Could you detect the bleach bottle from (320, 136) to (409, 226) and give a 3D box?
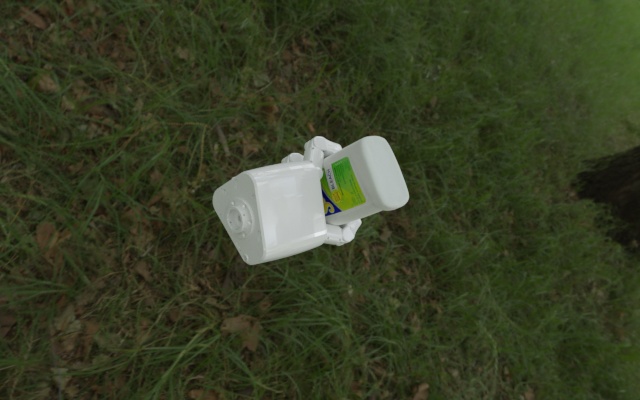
[{"bbox_3d":[0.000,0.002,0.684,0.068,0.102,0.251,-12,-11,-47],"label":"bleach bottle"}]
